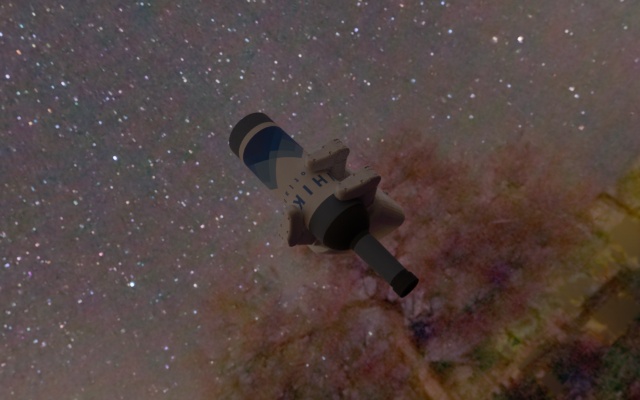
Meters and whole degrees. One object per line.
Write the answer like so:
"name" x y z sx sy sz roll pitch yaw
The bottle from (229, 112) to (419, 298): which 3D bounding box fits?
"bottle" 0.000 0.002 0.568 0.295 0.069 0.069 44 24 27
